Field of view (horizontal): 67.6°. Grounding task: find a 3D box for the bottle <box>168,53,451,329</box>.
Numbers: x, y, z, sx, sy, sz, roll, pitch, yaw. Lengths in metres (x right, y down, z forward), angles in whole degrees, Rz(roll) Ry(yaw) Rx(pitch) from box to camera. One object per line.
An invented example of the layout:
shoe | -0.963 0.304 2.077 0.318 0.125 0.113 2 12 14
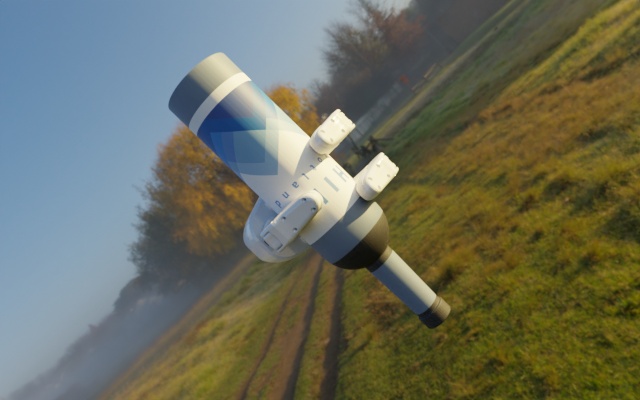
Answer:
bottle | 0.000 0.001 0.415 0.296 0.069 0.069 44 -3 -3
